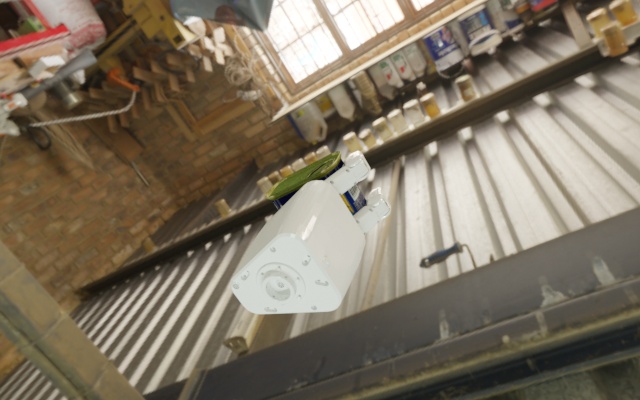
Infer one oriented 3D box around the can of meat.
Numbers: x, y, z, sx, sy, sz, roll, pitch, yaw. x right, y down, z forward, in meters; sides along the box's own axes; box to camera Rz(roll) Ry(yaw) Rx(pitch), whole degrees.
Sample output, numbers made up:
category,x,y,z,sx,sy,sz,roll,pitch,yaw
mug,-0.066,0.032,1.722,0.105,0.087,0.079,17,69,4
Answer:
category,x,y,z,sx,sy,sz,roll,pitch,yaw
can of meat,0.000,0.002,0.579,0.102,0.084,0.057,-25,18,24
